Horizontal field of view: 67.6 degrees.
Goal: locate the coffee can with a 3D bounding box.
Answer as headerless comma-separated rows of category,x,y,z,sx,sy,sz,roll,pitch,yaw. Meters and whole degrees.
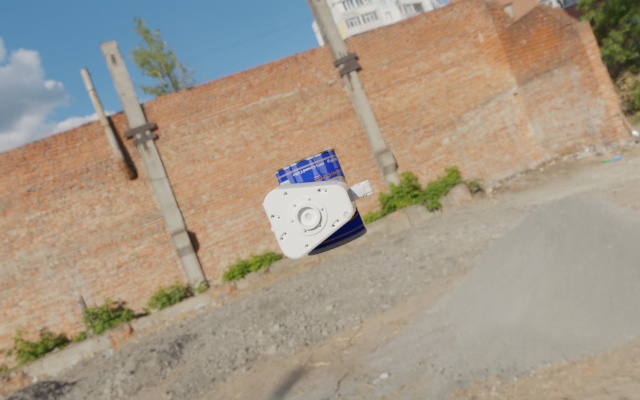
coffee can,0.000,0.003,0.750,0.103,0.140,0.103,-22,2,1
